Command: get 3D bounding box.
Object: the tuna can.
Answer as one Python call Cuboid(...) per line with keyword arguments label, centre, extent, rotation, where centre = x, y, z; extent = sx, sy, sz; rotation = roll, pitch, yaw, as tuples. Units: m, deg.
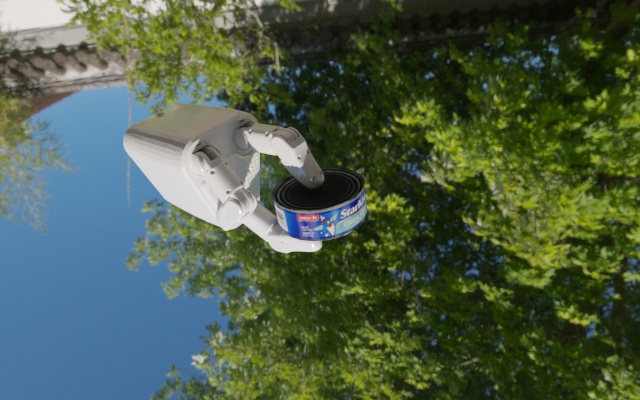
Cuboid(label="tuna can", centre=(0.000, 0.002, 0.445), extent=(0.086, 0.034, 0.086), rotation=(-7, 28, 4))
